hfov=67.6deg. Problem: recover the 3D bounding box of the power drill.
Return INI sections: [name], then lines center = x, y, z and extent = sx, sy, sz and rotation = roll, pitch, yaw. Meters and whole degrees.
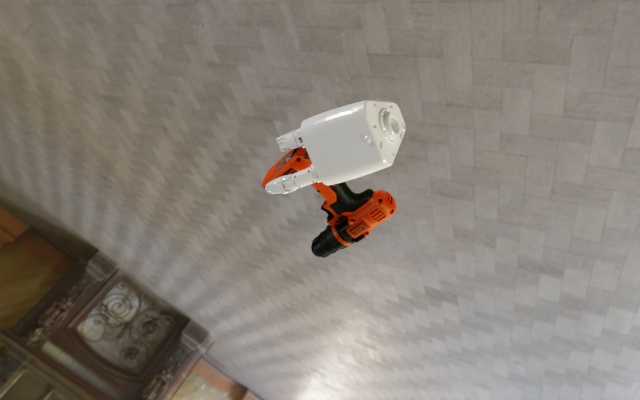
[power drill]
center = 0.000, 0.002, 0.775
extent = 0.188, 0.057, 0.184
rotation = 39, -55, -18
